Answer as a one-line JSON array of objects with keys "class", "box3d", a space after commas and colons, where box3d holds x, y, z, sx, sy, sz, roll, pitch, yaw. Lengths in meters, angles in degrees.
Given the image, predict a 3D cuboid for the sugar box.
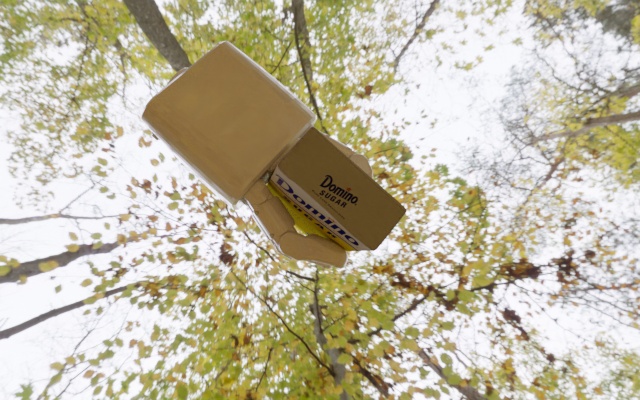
[{"class": "sugar box", "box3d": [0.000, 0.002, 0.414, 0.093, 0.048, 0.176, 41, -9, -3]}]
